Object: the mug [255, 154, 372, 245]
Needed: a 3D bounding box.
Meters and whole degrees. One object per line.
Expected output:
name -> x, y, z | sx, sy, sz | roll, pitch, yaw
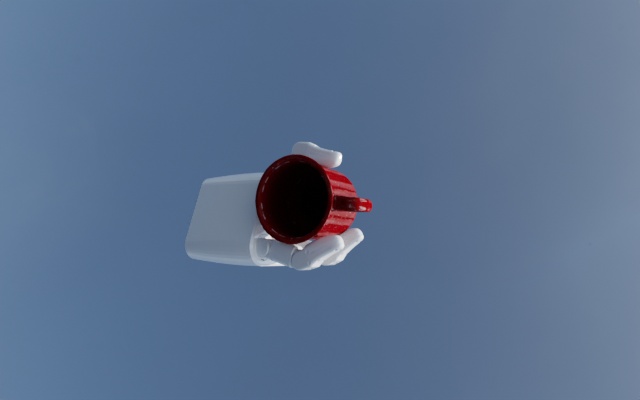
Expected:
mug -> 0.001, 0.002, 0.519 | 0.117, 0.093, 0.081 | 1, -4, 28
